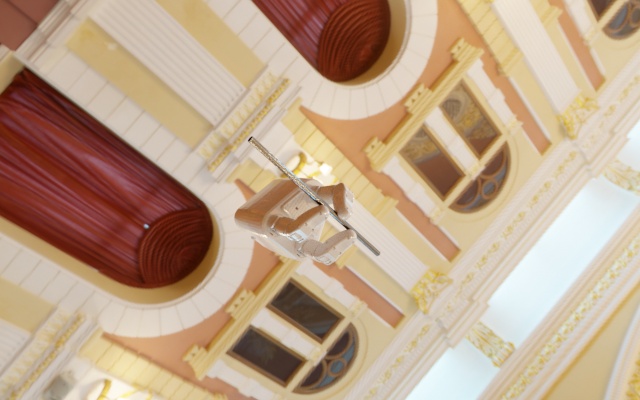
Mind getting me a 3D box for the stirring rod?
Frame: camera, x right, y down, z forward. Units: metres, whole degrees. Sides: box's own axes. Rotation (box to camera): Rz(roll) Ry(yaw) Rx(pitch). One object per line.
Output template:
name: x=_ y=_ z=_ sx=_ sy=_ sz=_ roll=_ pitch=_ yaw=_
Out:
stirring rod: x=0.000 y=0.002 z=0.588 sx=0.240 sy=0.011 sz=0.011 roll=42 pitch=-24 yaw=-29
